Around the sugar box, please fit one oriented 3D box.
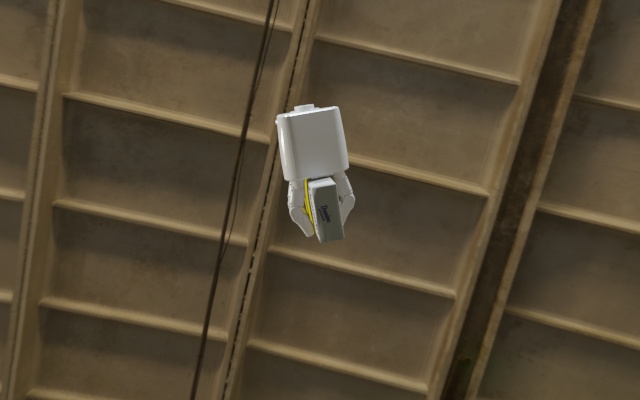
[{"bbox_3d":[0.000,0.003,0.818,0.048,0.093,0.176,-10,13,-3],"label":"sugar box"}]
